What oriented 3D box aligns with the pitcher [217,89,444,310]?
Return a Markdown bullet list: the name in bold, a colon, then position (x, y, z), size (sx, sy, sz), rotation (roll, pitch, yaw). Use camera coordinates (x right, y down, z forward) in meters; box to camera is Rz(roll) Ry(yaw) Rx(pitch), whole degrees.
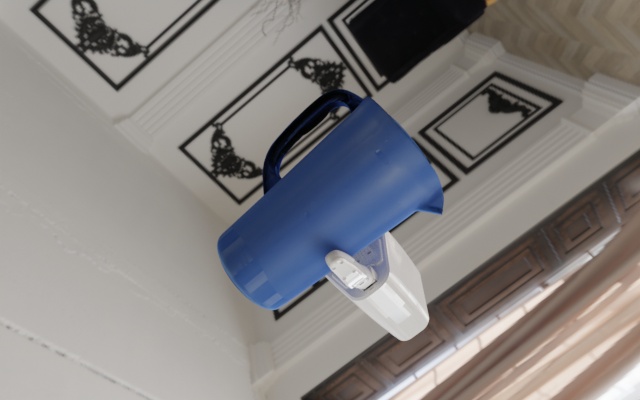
- **pitcher**: position (0.000, 0.002, 0.536), size (0.145, 0.243, 0.149), rotation (46, 9, -31)
